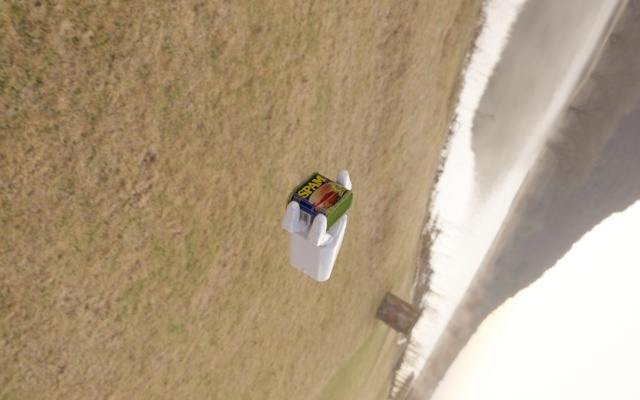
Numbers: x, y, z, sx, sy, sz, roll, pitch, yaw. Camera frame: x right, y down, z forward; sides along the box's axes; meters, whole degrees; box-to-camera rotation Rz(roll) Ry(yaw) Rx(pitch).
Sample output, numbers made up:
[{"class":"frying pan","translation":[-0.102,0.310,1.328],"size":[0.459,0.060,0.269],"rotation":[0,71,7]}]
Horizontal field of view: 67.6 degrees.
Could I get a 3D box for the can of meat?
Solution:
[{"class":"can of meat","translation":[0.000,0.003,0.869],"size":[0.084,0.057,0.102],"rotation":[29,46,20]}]
